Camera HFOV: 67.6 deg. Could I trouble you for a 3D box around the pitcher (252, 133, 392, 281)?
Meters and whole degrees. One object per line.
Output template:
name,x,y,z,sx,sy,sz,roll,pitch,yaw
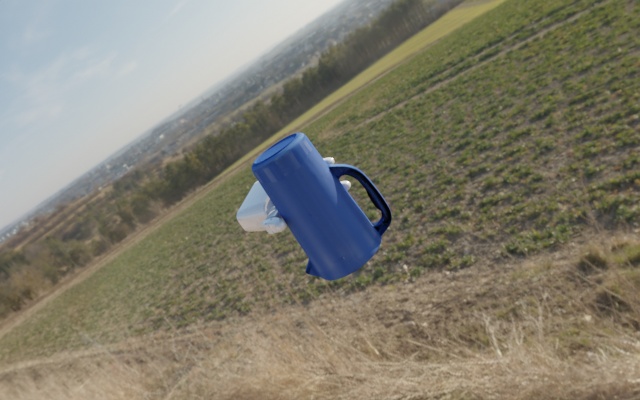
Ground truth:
pitcher,0.000,0.003,0.826,0.145,0.243,0.149,-14,27,49
